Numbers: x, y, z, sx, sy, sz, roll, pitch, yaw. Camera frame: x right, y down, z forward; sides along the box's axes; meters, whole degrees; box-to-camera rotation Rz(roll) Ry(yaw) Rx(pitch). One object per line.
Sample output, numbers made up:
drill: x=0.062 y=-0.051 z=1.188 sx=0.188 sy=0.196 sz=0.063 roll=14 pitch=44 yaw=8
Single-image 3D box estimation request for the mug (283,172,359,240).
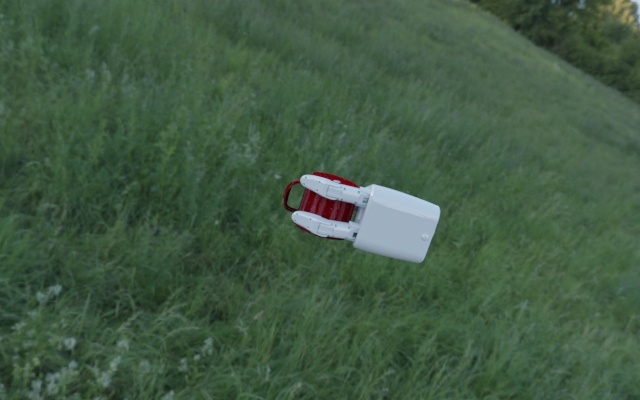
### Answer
mug: x=-0.001 y=0.002 z=0.739 sx=0.117 sy=0.081 sz=0.093 roll=16 pitch=14 yaw=-4
